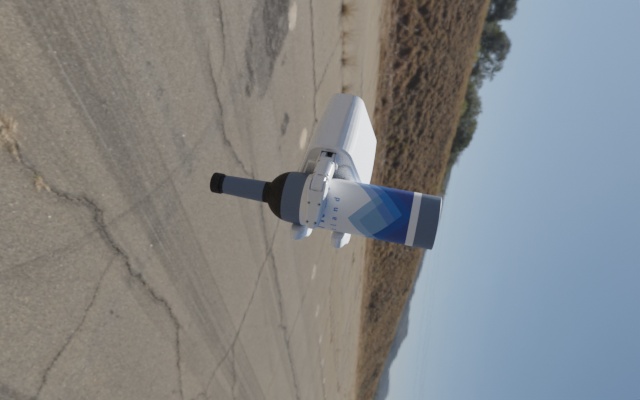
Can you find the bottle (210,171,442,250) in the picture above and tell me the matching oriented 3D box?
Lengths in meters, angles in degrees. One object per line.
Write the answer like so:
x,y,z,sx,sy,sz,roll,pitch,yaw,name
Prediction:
0.000,0.002,0.612,0.295,0.069,0.069,10,2,10,bottle
